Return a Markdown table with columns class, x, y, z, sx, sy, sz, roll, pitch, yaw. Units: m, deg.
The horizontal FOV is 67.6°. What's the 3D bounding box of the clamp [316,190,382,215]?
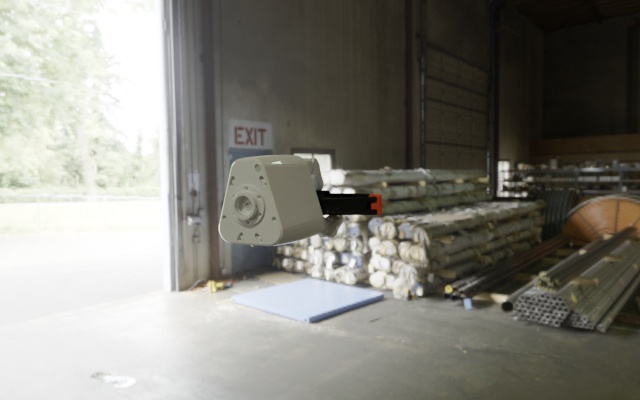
| class | x | y | z | sx | sy | sz | roll | pitch | yaw |
| --- | --- | --- | --- | --- | --- | --- | --- | --- | --- |
| clamp | 0.000 | 0.002 | 0.728 | 0.210 | 0.036 | 0.164 | 1 | 6 | 26 |
